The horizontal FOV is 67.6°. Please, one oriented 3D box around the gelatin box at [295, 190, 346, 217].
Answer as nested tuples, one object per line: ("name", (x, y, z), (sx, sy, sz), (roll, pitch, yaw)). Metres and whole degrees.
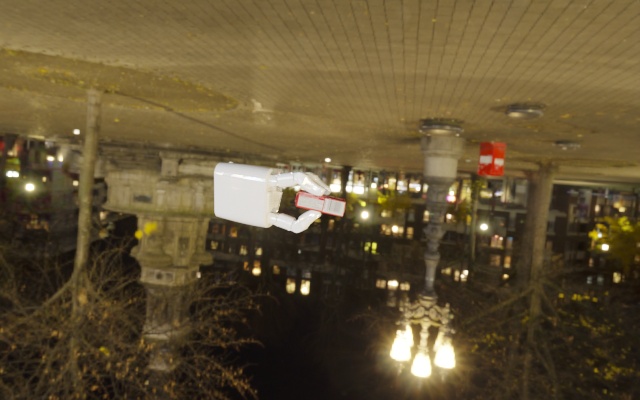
("gelatin box", (0.000, 0.003, 0.875), (0.089, 0.030, 0.073), (13, 5, 0))
